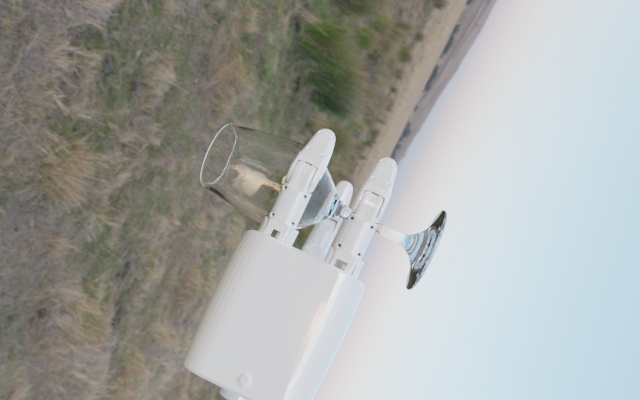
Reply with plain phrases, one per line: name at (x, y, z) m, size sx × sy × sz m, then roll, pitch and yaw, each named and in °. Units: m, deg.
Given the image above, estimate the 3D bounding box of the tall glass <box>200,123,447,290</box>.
tall glass at (0.001, 0.002, 0.413) m, size 0.201 × 0.079 × 0.079 m, roll 25°, pitch 2°, yaw 4°
